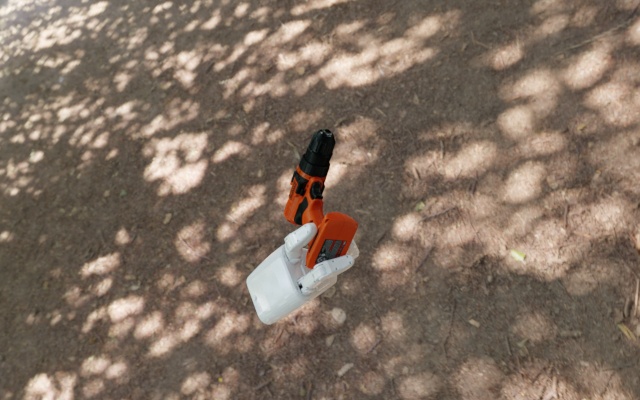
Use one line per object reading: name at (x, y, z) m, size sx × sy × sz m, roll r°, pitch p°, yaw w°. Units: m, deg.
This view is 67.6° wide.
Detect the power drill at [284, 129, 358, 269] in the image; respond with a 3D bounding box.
power drill at (0.000, 0.003, 0.757) m, size 0.057 × 0.184 × 0.187 m, roll 6°, pitch 35°, yaw -21°
